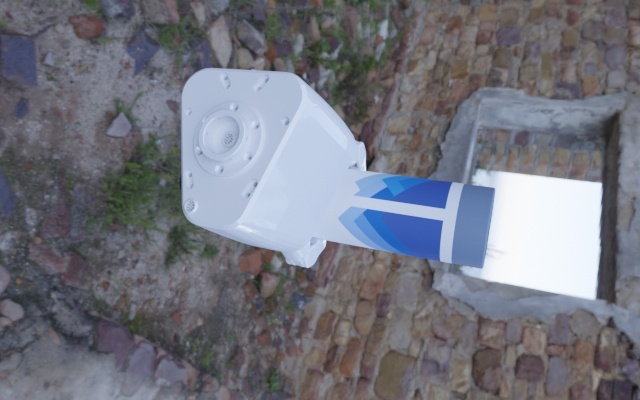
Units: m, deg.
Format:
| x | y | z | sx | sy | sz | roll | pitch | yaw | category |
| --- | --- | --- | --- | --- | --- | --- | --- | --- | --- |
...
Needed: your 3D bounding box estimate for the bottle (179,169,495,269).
| x | y | z | sx | sy | sz | roll | pitch | yaw | category |
| --- | --- | --- | --- | --- | --- | --- | --- | --- | --- |
| 0.000 | 0.002 | 0.437 | 0.295 | 0.069 | 0.069 | 9 | 3 | 20 | bottle |
